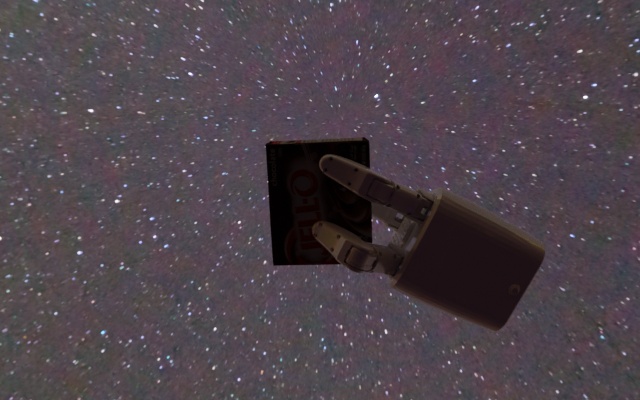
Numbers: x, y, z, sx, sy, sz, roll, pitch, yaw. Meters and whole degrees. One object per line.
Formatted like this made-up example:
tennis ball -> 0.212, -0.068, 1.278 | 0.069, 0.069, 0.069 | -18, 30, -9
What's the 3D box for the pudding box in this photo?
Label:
pudding box -> 0.000, 0.001, 0.431 | 0.090, 0.113, 0.039 | -2, 9, 3
